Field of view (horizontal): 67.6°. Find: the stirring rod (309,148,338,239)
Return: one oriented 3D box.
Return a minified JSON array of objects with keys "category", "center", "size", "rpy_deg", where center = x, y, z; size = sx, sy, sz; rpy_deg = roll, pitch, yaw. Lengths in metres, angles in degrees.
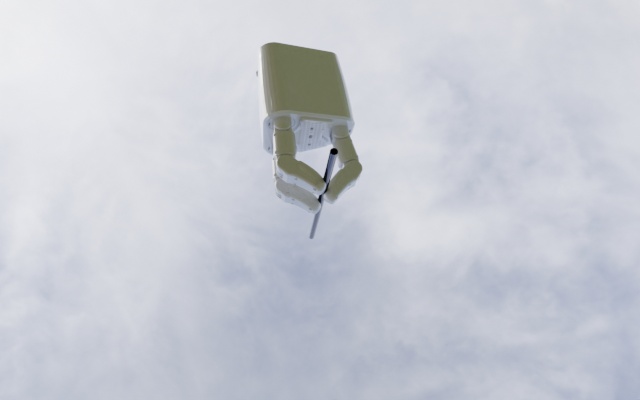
[{"category":"stirring rod","center":[0.000,0.002,0.568],"size":[0.011,0.011,0.240],"rpy_deg":[0,-24,-7]}]
